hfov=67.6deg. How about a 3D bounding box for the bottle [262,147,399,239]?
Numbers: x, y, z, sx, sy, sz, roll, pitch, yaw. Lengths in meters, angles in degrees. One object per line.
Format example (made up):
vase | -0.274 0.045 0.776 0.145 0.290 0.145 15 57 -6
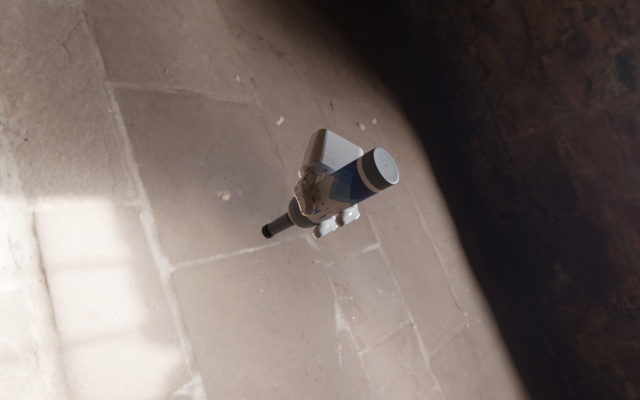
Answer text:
bottle | 0.000 0.003 0.847 0.296 0.069 0.069 -29 -18 35
